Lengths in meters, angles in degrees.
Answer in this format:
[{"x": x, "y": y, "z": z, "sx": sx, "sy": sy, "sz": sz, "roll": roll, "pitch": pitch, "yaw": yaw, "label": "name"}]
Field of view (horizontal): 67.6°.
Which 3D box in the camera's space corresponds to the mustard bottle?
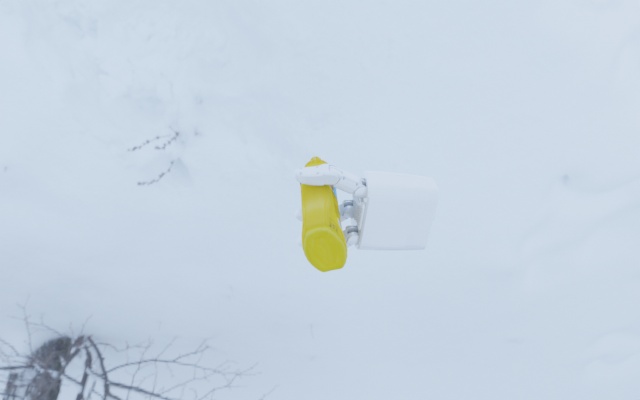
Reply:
[{"x": 0.000, "y": 0.003, "z": 0.698, "sx": 0.058, "sy": 0.191, "sz": 0.096, "roll": -14, "pitch": -46, "yaw": 8, "label": "mustard bottle"}]
